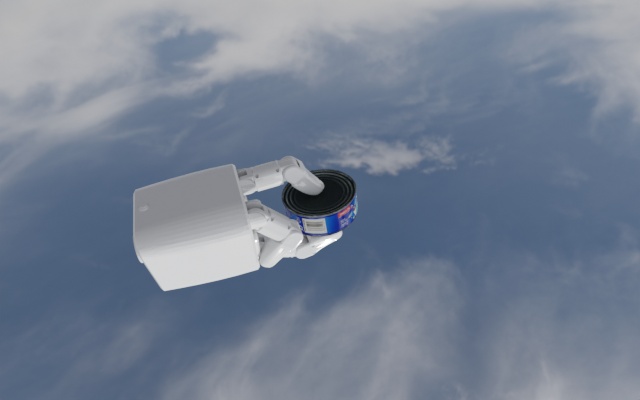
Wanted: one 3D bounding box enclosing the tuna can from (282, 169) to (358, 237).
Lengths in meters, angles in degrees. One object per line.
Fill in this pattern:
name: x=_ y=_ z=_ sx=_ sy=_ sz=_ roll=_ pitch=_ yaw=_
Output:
tuna can: x=0.000 y=0.002 z=0.552 sx=0.086 sy=0.034 sz=0.086 roll=-6 pitch=39 yaw=5
